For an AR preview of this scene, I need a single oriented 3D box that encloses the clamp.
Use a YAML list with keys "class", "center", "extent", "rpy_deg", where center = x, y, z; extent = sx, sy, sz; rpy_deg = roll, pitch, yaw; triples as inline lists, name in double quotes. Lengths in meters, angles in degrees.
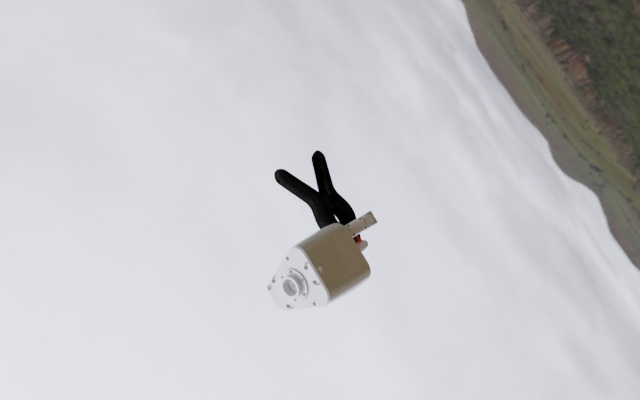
- class: "clamp"
  center: [0.000, 0.003, 0.756]
  extent: [0.120, 0.171, 0.039]
  rpy_deg: [-21, -14, -43]
